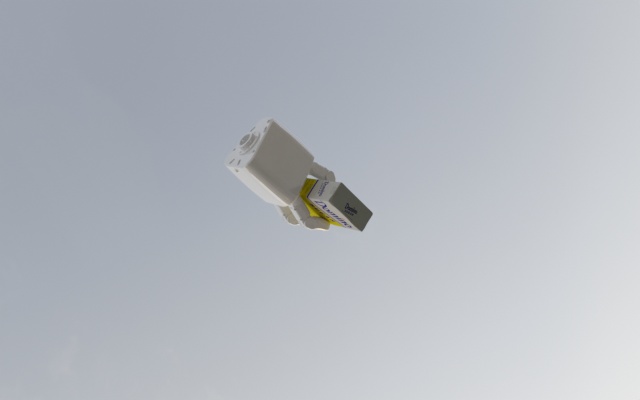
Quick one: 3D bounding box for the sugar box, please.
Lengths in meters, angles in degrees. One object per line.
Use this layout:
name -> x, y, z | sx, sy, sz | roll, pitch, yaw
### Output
sugar box -> 0.000, 0.003, 0.841 | 0.093, 0.048, 0.176 | 42, -16, -32
